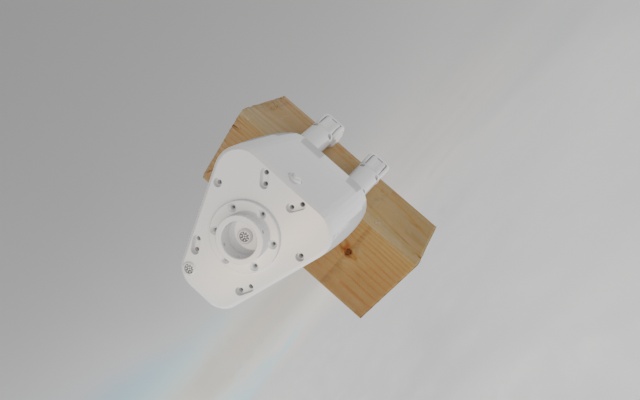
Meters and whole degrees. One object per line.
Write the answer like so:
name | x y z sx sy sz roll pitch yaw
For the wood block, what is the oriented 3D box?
wood block | 0.000 0.002 0.475 0.206 0.091 0.090 42 30 4
